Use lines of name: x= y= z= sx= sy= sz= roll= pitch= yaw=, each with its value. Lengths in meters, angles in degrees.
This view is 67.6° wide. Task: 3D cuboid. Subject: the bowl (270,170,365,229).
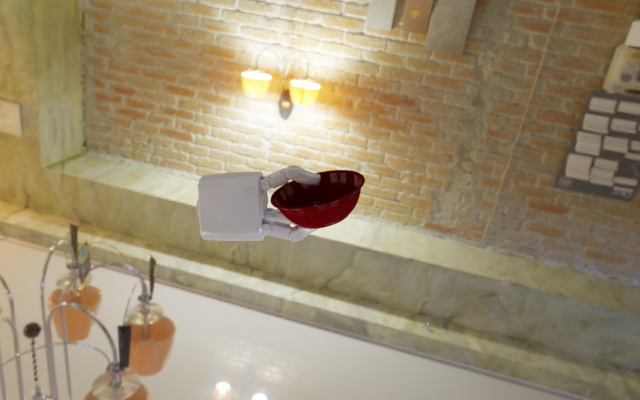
bowl: x=0.001 y=0.003 z=0.799 sx=0.162 sy=0.055 sz=0.162 roll=-12 pitch=21 yaw=5
